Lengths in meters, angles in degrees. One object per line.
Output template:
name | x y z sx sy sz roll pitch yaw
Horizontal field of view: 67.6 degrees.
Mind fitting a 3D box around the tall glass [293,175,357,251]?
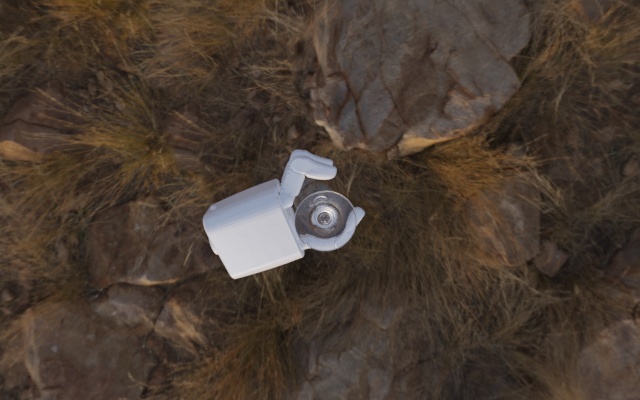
tall glass | 0.000 0.002 0.659 0.079 0.079 0.201 0 13 -3
